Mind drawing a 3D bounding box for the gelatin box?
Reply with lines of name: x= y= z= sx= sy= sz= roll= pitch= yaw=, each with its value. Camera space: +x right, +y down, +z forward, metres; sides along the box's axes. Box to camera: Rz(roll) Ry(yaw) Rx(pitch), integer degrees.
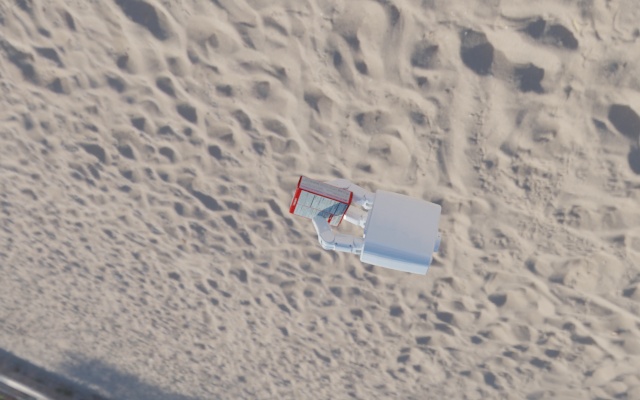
gelatin box: x=0.000 y=0.003 z=0.770 sx=0.089 sy=0.030 sz=0.073 roll=17 pitch=-36 yaw=-5
